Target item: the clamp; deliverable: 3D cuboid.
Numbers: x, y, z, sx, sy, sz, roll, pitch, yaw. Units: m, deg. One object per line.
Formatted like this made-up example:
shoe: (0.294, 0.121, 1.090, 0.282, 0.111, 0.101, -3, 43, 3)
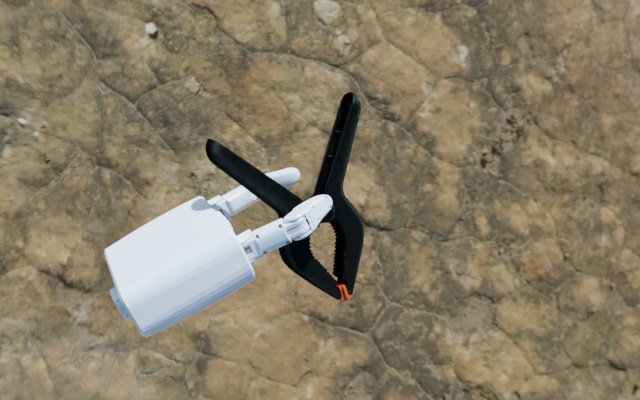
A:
clamp: (0.000, 0.002, 0.486, 0.164, 0.210, 0.036, -30, 18, -19)
